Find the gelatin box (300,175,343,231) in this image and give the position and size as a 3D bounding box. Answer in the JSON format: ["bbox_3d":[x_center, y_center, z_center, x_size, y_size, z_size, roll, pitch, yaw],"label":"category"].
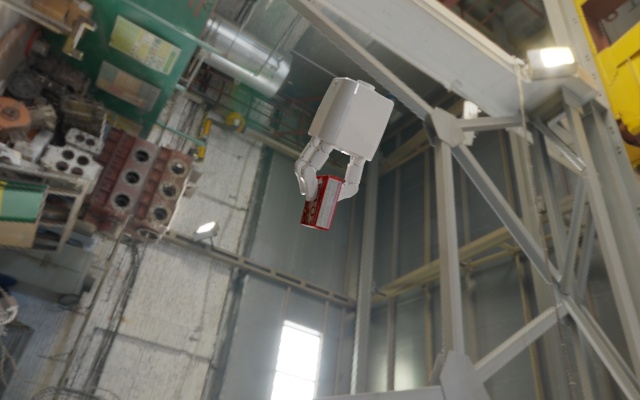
[{"bbox_3d":[0.000,0.003,0.797,0.030,0.089,0.073,17,-4,-21],"label":"gelatin box"}]
